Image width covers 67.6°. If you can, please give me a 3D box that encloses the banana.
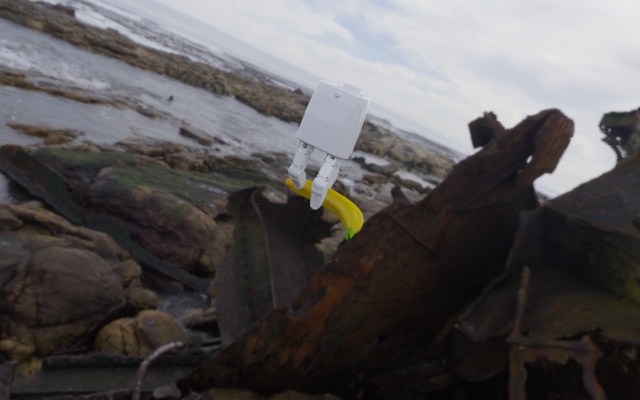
[{"bbox_3d":[0.016,0.005,0.855,0.069,0.037,0.197,2,26,-42],"label":"banana"}]
